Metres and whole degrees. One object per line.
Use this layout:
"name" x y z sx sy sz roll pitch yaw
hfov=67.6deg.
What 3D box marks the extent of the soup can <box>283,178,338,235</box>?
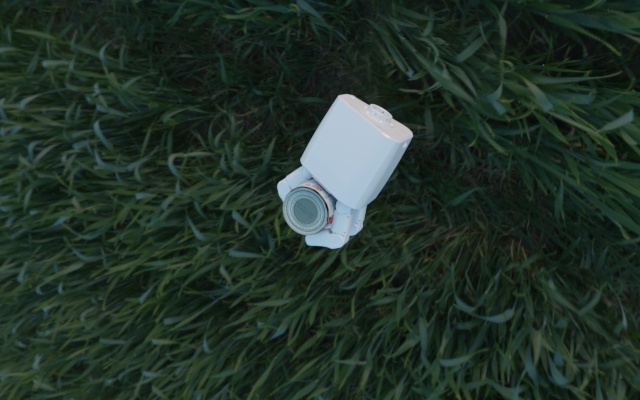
"soup can" 0.000 0.003 0.663 0.068 0.068 0.102 0 14 25
